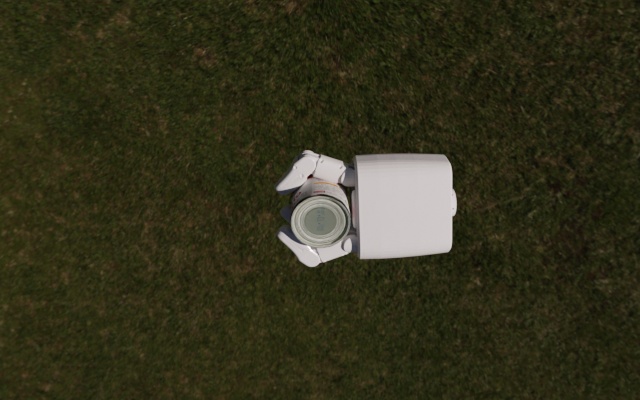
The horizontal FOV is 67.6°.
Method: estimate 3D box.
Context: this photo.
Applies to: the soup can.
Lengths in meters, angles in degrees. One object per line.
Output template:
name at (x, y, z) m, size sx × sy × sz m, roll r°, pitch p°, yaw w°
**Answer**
soup can at (0.000, 0.002, 0.557) m, size 0.068 × 0.068 × 0.102 m, roll 0°, pitch 27°, yaw 0°
